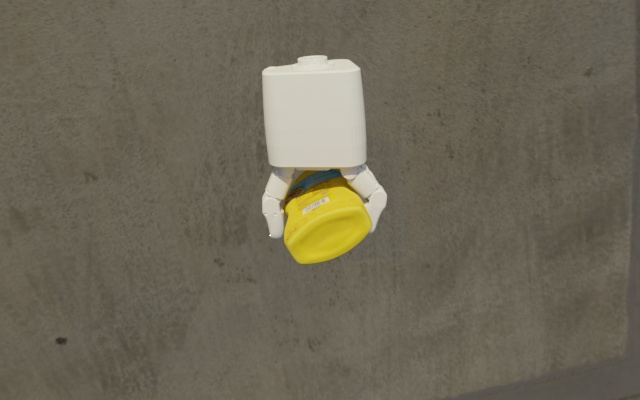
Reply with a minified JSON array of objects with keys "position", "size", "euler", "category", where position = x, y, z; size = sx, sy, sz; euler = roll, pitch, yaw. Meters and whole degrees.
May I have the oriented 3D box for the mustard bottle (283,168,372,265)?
[{"position":[0.000,0.002,0.595],"size":[0.096,0.058,0.191],"euler":[-29,23,6],"category":"mustard bottle"}]
